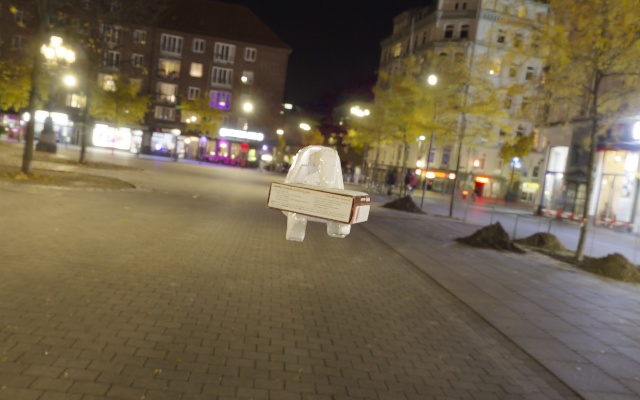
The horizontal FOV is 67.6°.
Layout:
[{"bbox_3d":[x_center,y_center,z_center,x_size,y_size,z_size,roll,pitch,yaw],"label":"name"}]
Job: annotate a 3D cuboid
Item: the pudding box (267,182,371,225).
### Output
[{"bbox_3d":[0.000,0.002,0.614,0.113,0.039,0.090,9,5,18],"label":"pudding box"}]
